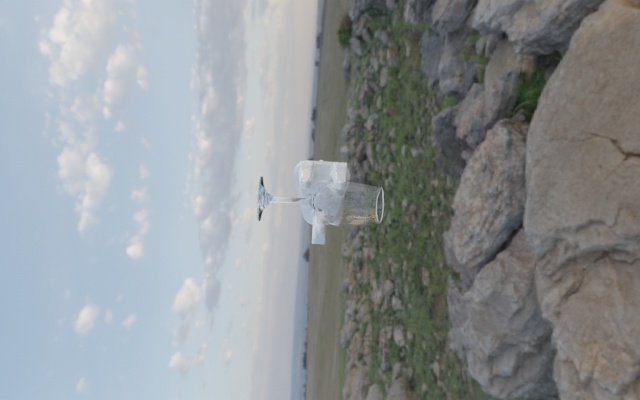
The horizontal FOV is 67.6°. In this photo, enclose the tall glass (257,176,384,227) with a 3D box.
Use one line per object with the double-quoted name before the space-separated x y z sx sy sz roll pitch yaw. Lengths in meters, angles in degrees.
"tall glass" -0.001 0.003 0.786 0.201 0.079 0.079 3 0 -2
